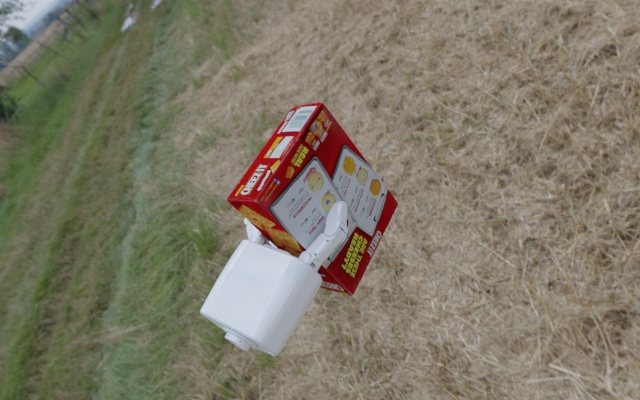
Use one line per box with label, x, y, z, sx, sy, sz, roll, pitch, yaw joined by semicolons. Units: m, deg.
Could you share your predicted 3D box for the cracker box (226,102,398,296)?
cracker box;0.000;0.002;0.648;0.072;0.164;0.214;4;-35;46
